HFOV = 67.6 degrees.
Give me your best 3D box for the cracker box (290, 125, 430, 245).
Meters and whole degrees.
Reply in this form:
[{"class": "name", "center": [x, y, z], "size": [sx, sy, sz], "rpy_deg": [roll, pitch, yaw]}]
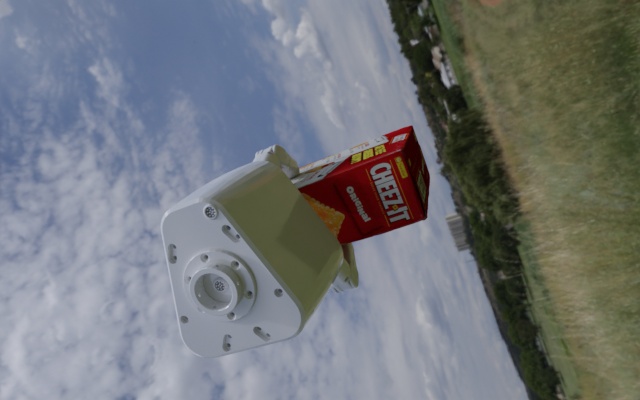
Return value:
[{"class": "cracker box", "center": [0.000, 0.001, 0.488], "size": [0.214, 0.072, 0.164], "rpy_deg": [-19, 11, 18]}]
